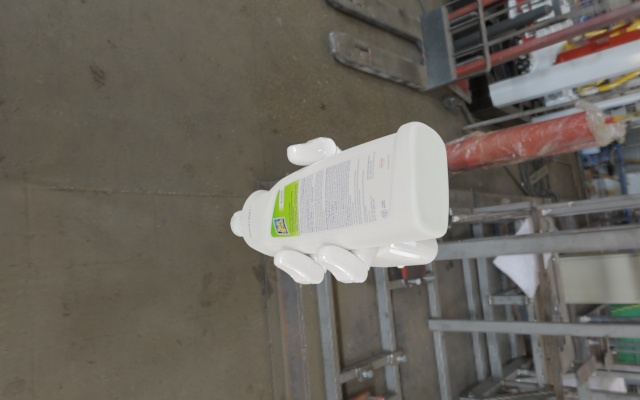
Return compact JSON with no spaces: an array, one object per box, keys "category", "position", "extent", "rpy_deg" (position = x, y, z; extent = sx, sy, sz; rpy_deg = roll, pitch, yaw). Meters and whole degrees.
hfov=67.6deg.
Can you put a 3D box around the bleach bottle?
[{"category":"bleach bottle","position":[0.000,0.002,0.482],"extent":[0.251,0.102,0.068],"rpy_deg":[-11,-19,40]}]
